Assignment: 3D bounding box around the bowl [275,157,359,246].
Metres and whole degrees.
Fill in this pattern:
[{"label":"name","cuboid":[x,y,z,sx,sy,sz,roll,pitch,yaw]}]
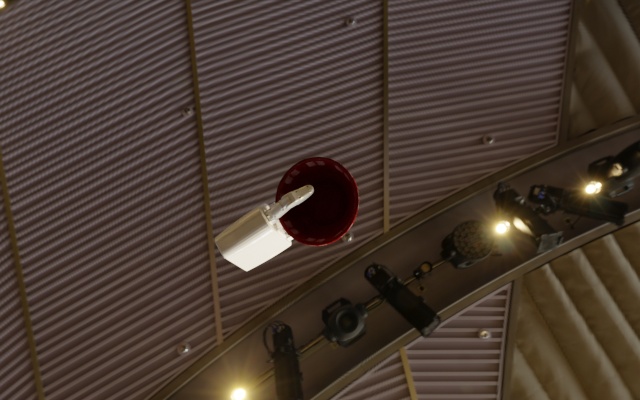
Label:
[{"label":"bowl","cuboid":[0.001,0.002,0.882,0.162,0.162,0.055,0,-4,21]}]
